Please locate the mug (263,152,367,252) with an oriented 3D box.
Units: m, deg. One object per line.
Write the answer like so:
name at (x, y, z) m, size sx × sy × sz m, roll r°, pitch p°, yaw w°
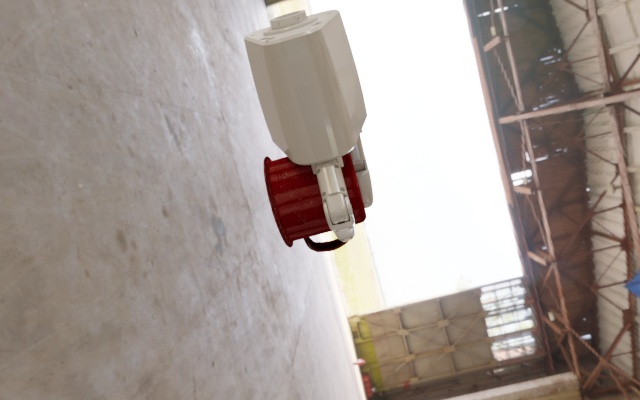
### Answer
mug at (0.001, 0.003, 0.474) m, size 0.081 × 0.117 × 0.093 m, roll -15°, pitch 27°, yaw 4°
